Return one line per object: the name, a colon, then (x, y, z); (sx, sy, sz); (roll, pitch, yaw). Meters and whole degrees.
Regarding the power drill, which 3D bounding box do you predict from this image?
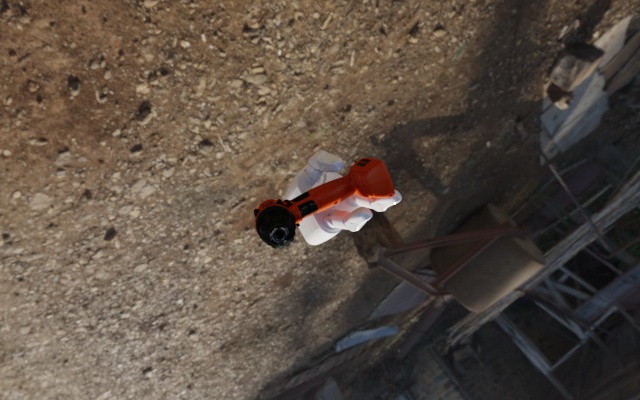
power drill: (0.000, 0.002, 0.643); (0.187, 0.057, 0.184); (-22, 11, -6)
